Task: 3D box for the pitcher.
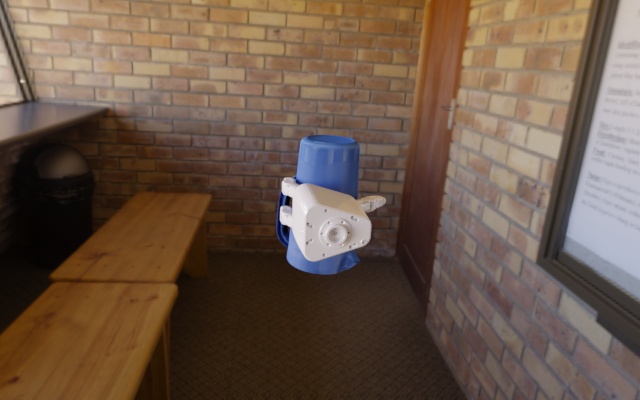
[{"bbox_3d":[0.000,0.003,0.897,0.149,0.243,0.145,1,17,-11],"label":"pitcher"}]
